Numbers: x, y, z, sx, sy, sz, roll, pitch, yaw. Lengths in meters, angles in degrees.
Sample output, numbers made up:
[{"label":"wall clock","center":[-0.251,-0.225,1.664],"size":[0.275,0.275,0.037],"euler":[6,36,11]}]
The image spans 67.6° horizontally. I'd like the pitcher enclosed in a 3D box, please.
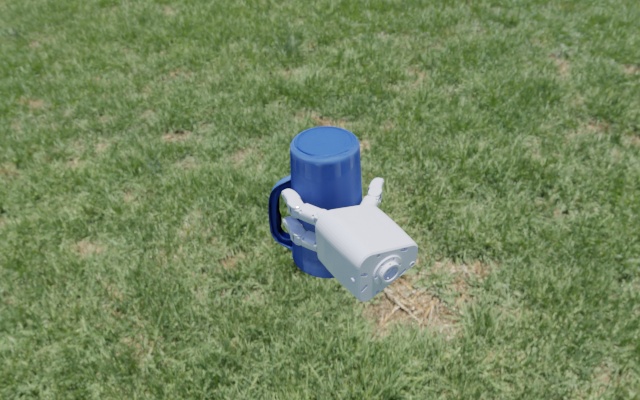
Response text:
[{"label":"pitcher","center":[0.000,0.003,0.804],"size":[0.149,0.243,0.145],"euler":[-21,41,-22]}]
